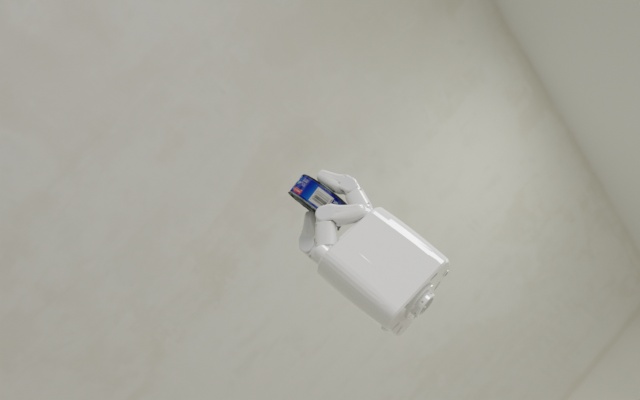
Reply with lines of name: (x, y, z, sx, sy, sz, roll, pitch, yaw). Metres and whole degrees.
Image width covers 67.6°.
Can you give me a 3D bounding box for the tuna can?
tuna can: (0.000, 0.002, 0.644, 0.086, 0.034, 0.086, 37, -5, 4)
